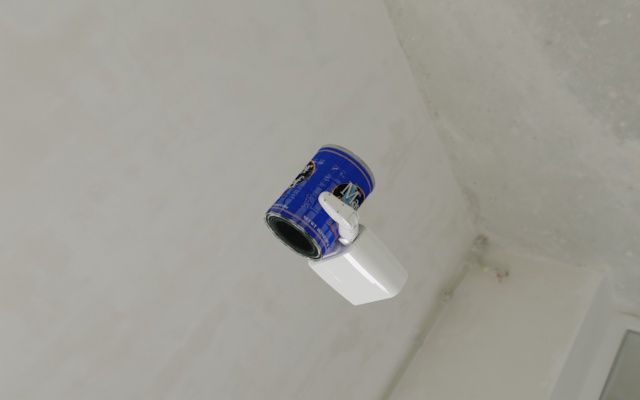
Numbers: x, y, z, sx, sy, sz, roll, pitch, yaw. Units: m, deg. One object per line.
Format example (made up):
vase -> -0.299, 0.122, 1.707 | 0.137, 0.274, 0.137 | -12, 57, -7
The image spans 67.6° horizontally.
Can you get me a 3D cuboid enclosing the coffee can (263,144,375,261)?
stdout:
coffee can -> 0.000, 0.002, 0.694 | 0.103, 0.140, 0.103 | 31, -24, 16
